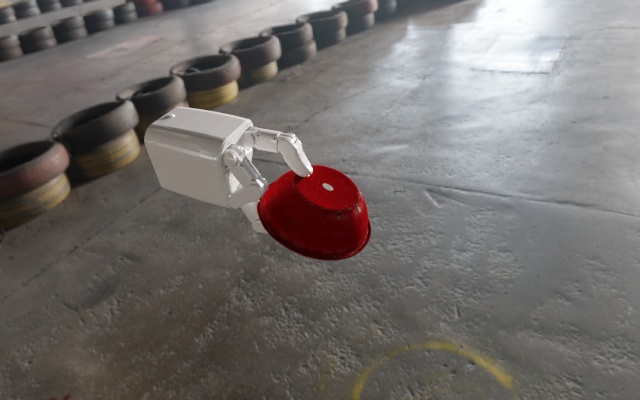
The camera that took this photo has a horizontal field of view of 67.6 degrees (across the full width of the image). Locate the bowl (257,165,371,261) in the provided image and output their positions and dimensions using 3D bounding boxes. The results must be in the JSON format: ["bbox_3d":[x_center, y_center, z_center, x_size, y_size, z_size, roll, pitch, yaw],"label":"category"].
[{"bbox_3d":[0.002,0.002,0.635,0.162,0.055,0.162,13,39,-11],"label":"bowl"}]
